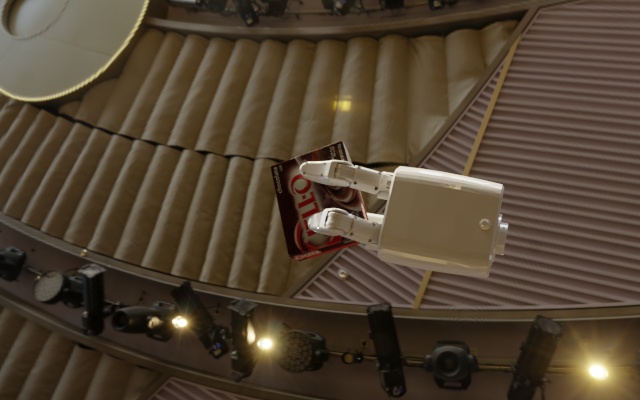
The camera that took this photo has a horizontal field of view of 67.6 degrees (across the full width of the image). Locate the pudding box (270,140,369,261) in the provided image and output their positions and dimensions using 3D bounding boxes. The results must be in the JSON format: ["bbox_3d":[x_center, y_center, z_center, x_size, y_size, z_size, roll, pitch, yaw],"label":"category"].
[{"bbox_3d":[0.000,0.002,0.530,0.090,0.113,0.039,-18,-22,13],"label":"pudding box"}]
